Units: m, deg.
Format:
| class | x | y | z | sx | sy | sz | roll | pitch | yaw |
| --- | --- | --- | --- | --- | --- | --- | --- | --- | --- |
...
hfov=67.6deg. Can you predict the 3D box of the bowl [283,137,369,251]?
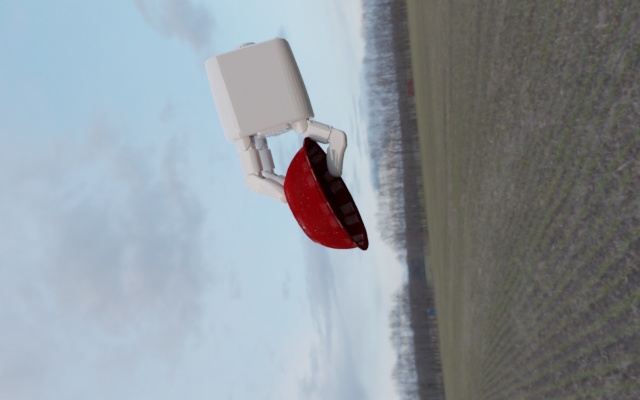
| class | x | y | z | sx | sy | sz | roll | pitch | yaw |
| --- | --- | --- | --- | --- | --- | --- | --- | --- | --- |
| bowl | 0.000 | 0.003 | 0.607 | 0.055 | 0.162 | 0.162 | -29 | -7 | 13 |
